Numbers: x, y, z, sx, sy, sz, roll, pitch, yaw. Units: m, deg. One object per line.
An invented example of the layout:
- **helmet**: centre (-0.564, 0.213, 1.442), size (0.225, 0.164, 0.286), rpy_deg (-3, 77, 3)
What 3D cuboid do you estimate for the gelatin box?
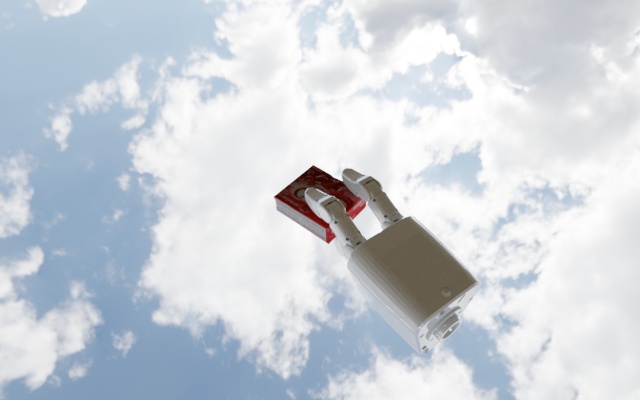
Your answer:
- **gelatin box**: centre (0.000, 0.002, 0.584), size (0.089, 0.030, 0.073), rpy_deg (31, 56, 29)
